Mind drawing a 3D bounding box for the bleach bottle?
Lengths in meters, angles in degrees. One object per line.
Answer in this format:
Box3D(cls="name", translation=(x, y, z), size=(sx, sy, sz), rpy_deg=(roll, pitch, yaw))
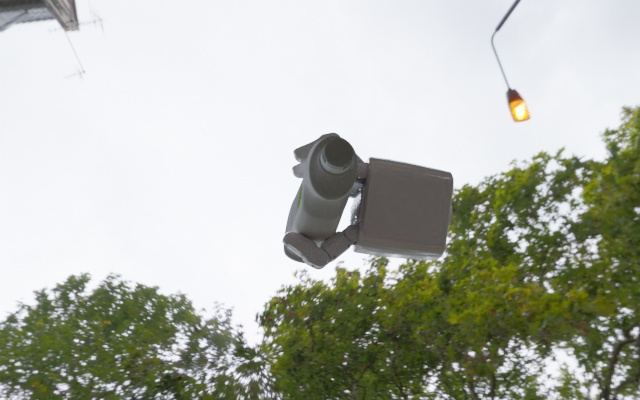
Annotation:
Box3D(cls="bleach bottle", translation=(0.000, 0.002, 0.561), size=(0.068, 0.102, 0.251), rpy_deg=(10, -19, -4))
